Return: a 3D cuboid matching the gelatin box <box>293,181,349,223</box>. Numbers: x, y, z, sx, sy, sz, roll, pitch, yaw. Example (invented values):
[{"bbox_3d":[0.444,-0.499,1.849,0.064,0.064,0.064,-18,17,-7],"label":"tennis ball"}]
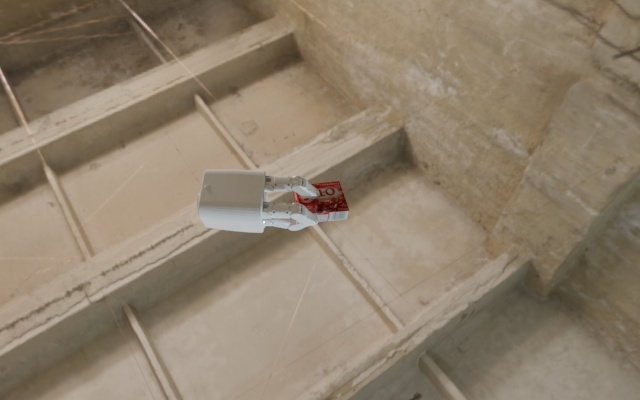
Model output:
[{"bbox_3d":[0.000,0.003,0.868,0.089,0.073,0.030,-5,-40,-14],"label":"gelatin box"}]
